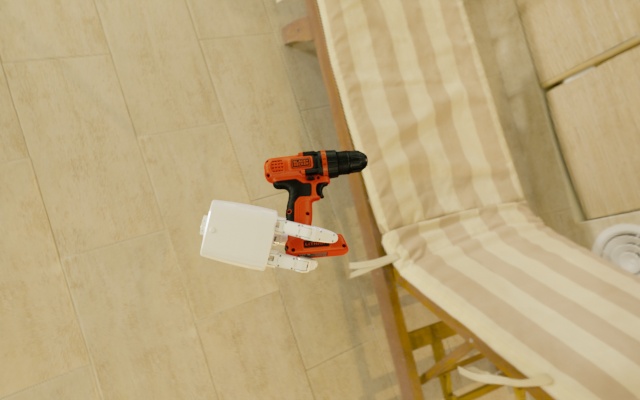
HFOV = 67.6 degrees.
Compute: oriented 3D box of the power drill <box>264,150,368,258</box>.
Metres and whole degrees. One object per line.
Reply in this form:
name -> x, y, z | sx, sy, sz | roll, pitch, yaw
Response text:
power drill -> 0.000, 0.003, 0.826 | 0.184, 0.187, 0.057 | -7, -19, 0
